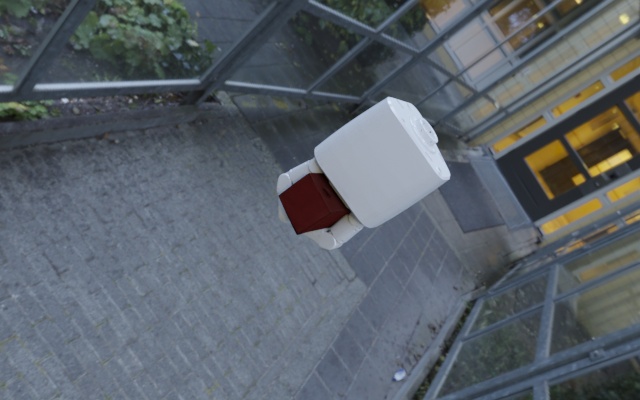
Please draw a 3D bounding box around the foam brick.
[{"bbox_3d":[0.000,0.002,0.555,0.051,0.053,0.078,-34,-13,28],"label":"foam brick"}]
